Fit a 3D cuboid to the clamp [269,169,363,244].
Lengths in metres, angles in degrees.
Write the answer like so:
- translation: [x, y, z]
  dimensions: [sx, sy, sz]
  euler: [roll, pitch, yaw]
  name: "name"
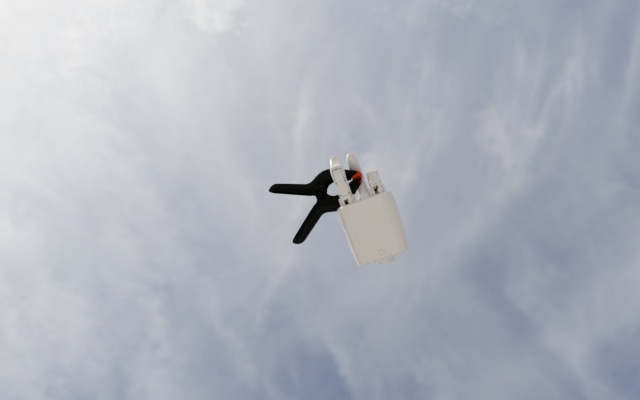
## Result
- translation: [0.000, 0.003, 0.861]
  dimensions: [0.171, 0.120, 0.039]
  euler: [-19, -8, 8]
  name: "clamp"
